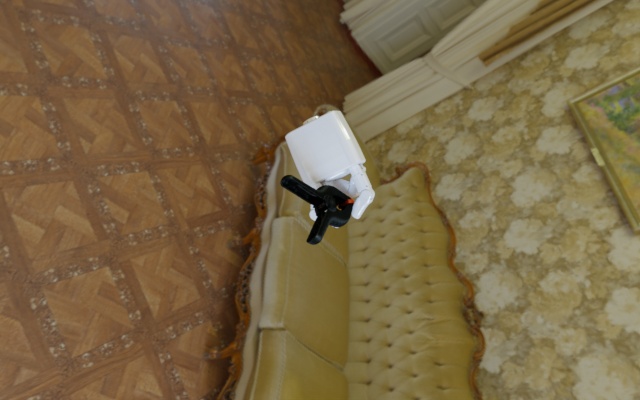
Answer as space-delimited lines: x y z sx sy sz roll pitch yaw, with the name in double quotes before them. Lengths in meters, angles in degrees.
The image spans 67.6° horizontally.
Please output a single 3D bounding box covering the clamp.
"clamp" 0.001 0.002 0.811 0.039 0.120 0.171 -26 -3 28
